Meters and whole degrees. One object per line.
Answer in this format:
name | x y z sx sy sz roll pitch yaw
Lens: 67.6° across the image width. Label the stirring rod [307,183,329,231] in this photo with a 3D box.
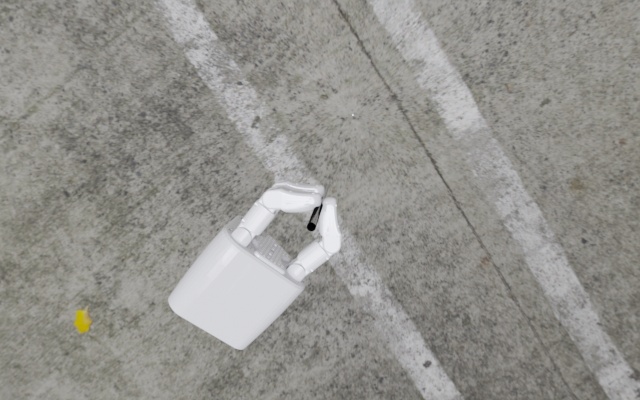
stirring rod | 0.000 0.002 0.530 0.011 0.011 0.239 0 10 4
